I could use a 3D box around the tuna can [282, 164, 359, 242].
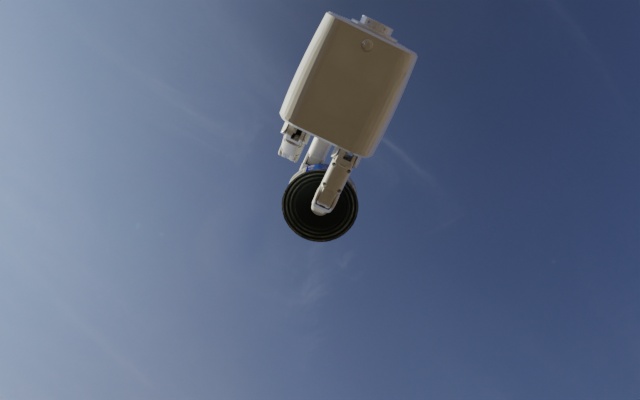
[{"bbox_3d":[0.000,0.002,0.546,0.086,0.086,0.033,0,19,3],"label":"tuna can"}]
